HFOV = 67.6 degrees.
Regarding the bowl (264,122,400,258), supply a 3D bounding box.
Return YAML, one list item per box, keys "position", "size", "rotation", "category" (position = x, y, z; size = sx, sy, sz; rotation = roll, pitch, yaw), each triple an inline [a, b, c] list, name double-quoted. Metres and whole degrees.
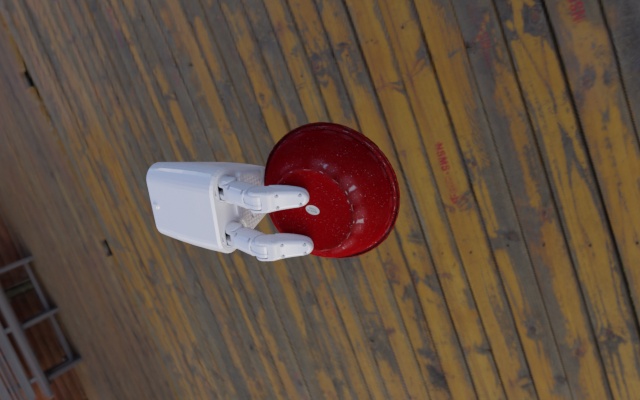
- position: [0.001, 0.002, 0.509]
  size: [0.162, 0.162, 0.055]
  rotation: [0, 22, 23]
  category: "bowl"
